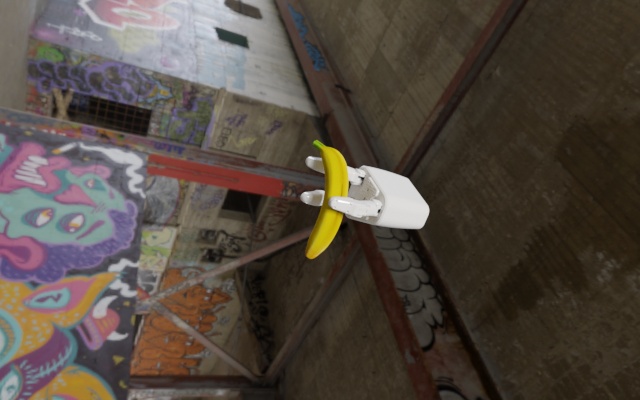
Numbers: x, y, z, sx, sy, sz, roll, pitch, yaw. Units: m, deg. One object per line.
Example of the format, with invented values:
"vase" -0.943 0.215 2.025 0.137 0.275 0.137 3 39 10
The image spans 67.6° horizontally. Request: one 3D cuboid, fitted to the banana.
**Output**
"banana" 0.013 -0.001 0.779 0.037 0.198 0.069 8 -5 -41
